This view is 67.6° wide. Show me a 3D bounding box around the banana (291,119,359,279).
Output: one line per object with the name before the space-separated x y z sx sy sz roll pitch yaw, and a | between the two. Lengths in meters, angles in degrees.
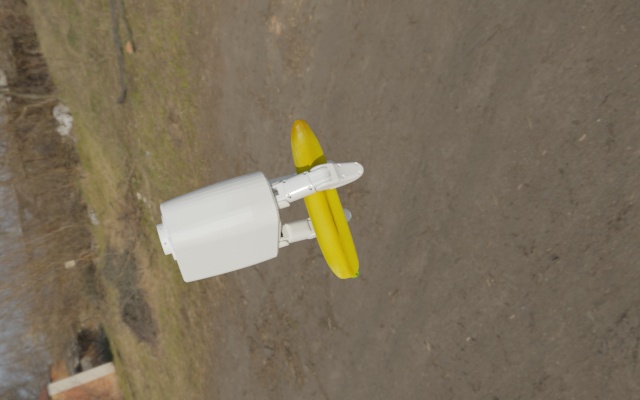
banana | 0.003 0.008 0.523 0.037 0.198 0.069 -19 11 -4
